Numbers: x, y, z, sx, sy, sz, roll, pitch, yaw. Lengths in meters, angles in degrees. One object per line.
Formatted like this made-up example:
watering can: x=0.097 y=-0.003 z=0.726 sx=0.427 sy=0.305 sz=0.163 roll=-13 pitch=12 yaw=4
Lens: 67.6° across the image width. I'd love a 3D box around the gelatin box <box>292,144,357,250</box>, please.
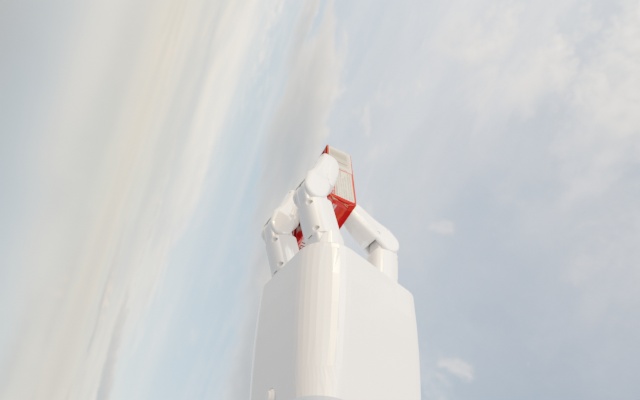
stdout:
gelatin box: x=0.000 y=0.001 z=0.441 sx=0.030 sy=0.073 sz=0.089 roll=24 pitch=31 yaw=-16
